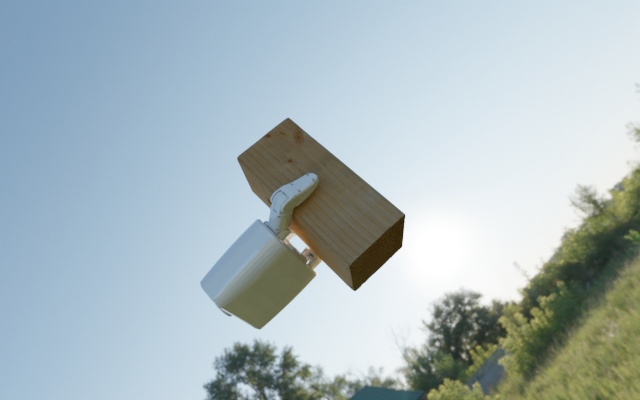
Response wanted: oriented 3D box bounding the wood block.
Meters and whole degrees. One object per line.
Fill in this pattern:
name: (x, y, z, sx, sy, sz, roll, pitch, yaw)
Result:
wood block: (0.000, 0.002, 0.601, 0.206, 0.090, 0.091, 42, -17, 25)
